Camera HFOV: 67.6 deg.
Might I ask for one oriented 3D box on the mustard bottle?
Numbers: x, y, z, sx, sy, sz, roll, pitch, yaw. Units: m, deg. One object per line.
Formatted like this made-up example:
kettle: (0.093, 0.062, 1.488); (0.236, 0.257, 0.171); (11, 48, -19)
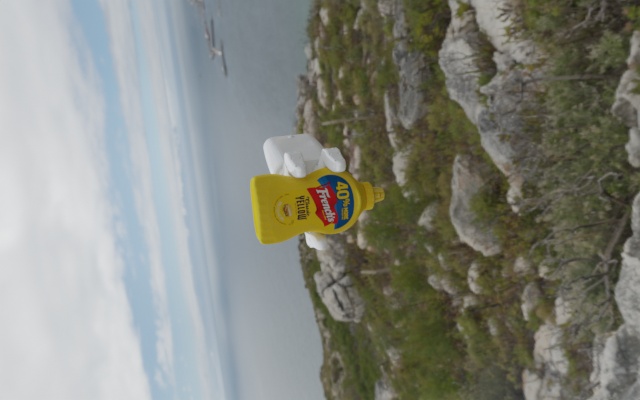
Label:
mustard bottle: (0.000, 0.002, 0.685); (0.191, 0.096, 0.058); (-8, 10, -14)
